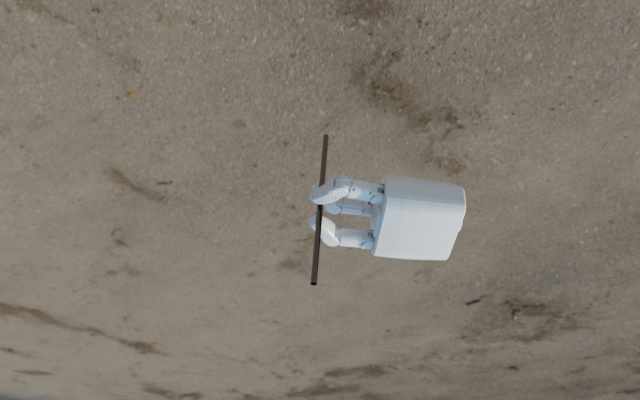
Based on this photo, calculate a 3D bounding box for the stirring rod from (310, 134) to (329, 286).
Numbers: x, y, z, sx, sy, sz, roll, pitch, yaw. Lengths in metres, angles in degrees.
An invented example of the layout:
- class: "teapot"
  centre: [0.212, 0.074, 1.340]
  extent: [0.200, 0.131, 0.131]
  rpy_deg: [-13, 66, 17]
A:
- class: "stirring rod"
  centre: [0.000, 0.002, 0.639]
  extent: [0.011, 0.239, 0.011]
  rpy_deg: [3, -35, 2]
